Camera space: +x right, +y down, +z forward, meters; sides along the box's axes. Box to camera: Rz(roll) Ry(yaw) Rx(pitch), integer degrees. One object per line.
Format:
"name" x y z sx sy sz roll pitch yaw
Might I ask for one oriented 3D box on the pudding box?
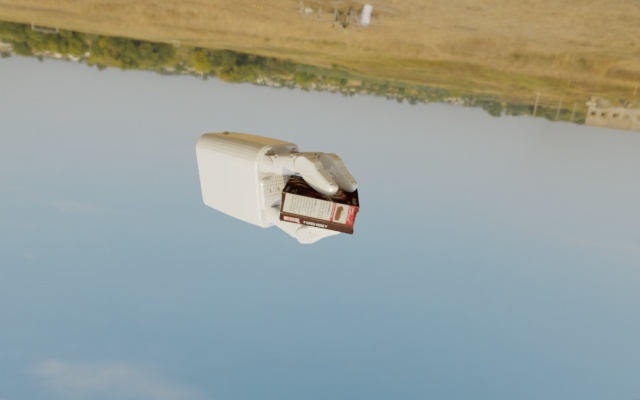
"pudding box" 0.000 0.002 0.583 0.090 0.039 0.113 10 15 0
